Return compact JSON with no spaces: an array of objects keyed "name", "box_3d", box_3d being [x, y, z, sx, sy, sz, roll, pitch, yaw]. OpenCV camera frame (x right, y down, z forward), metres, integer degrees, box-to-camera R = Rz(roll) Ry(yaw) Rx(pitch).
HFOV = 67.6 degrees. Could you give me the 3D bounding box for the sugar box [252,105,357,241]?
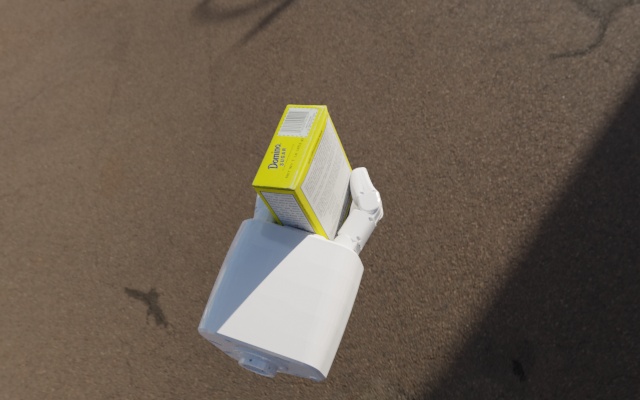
[{"name":"sugar box","box_3d":[-0.001,0.002,0.464,0.048,0.093,0.176,7,-32,22]}]
